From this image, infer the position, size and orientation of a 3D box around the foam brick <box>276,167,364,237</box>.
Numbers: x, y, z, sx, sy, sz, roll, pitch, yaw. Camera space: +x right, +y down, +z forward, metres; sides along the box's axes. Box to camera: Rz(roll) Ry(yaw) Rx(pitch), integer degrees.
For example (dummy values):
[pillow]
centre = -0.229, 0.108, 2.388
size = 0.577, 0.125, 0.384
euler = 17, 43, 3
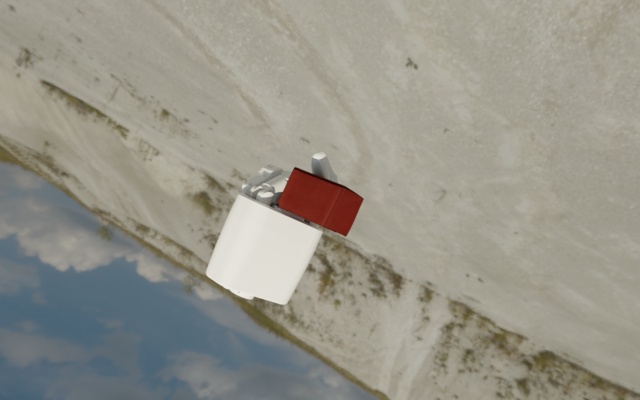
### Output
[foam brick]
centre = 0.000, 0.002, 0.557
size = 0.078, 0.051, 0.053
euler = 23, -3, 37
